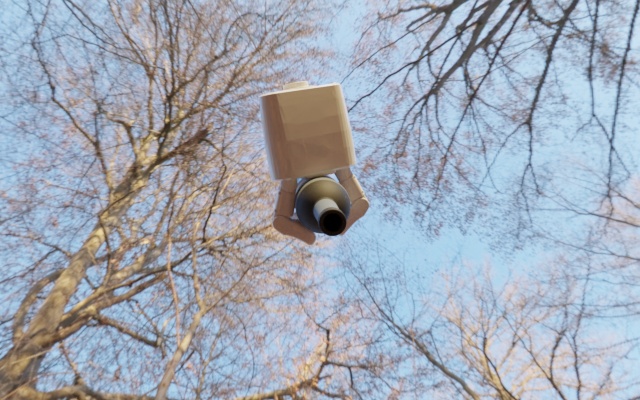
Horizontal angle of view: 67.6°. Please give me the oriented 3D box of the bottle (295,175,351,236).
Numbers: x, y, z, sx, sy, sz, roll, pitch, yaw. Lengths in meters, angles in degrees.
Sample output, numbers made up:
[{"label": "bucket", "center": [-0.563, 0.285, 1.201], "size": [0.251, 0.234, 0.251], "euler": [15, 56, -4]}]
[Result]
[{"label": "bottle", "center": [0.000, 0.002, 0.608], "size": [0.069, 0.069, 0.295], "euler": [0, 8, -5]}]
